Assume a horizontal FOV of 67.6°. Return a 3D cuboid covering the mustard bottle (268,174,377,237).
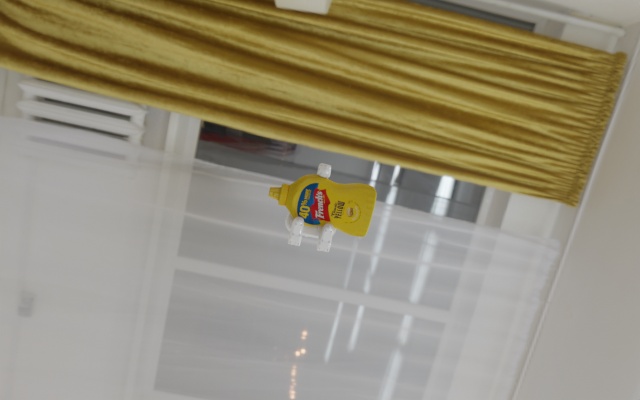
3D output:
[{"bbox_3d":[0.000,0.003,0.877,0.191,0.096,0.058,12,18,-4],"label":"mustard bottle"}]
